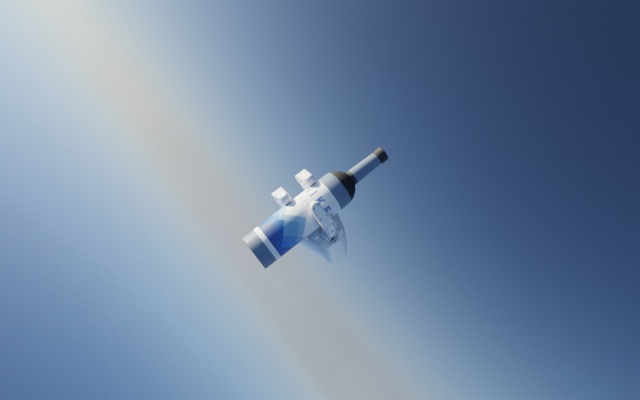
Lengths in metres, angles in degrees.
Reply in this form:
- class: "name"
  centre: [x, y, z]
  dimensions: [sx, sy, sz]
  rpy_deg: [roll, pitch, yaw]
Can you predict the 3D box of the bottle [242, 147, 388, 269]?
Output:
- class: "bottle"
  centre: [0.000, 0.003, 0.844]
  dimensions: [0.295, 0.069, 0.069]
  rpy_deg: [-38, 7, -10]
